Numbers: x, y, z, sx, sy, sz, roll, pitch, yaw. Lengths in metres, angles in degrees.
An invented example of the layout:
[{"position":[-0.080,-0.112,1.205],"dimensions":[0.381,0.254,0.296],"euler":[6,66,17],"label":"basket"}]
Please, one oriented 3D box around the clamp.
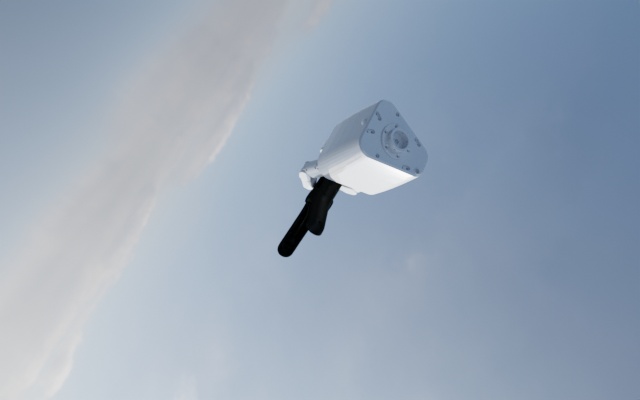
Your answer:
[{"position":[0.001,0.003,0.700],"dimensions":[0.039,0.171,0.120],"euler":[36,-25,-17],"label":"clamp"}]
